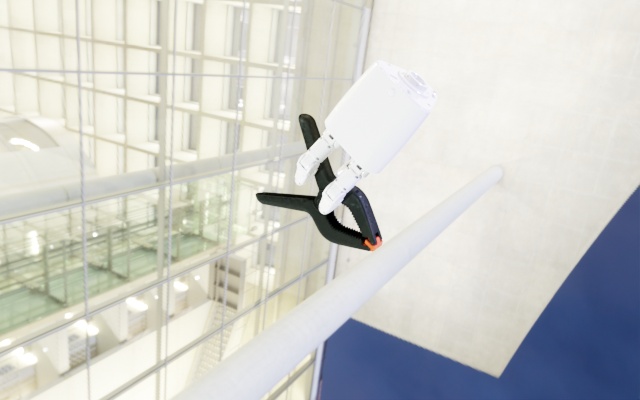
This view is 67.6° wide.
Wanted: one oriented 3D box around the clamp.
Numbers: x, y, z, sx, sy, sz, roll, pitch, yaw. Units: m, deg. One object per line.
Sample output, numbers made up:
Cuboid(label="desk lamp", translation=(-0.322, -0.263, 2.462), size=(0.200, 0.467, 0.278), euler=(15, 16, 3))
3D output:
Cuboid(label="clamp", translation=(0.001, 0.002, 0.693), size=(0.165, 0.210, 0.036), euler=(-49, -14, 33))
